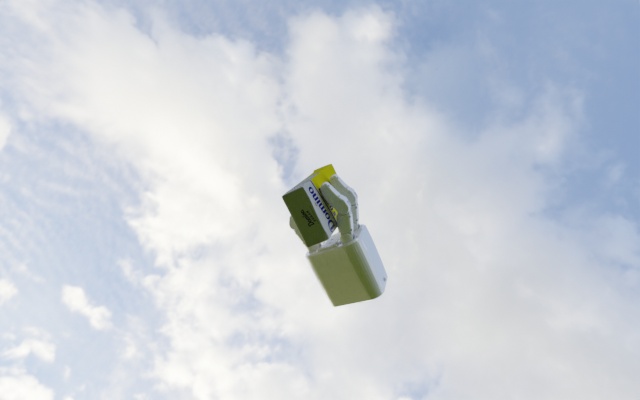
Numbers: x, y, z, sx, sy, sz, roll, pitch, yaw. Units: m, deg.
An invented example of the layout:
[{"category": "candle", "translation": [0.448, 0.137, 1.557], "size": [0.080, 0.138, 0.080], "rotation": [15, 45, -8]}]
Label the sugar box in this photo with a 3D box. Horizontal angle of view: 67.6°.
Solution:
[{"category": "sugar box", "translation": [0.001, 0.003, 0.799], "size": [0.048, 0.093, 0.176], "rotation": [-24, 9, 18]}]
